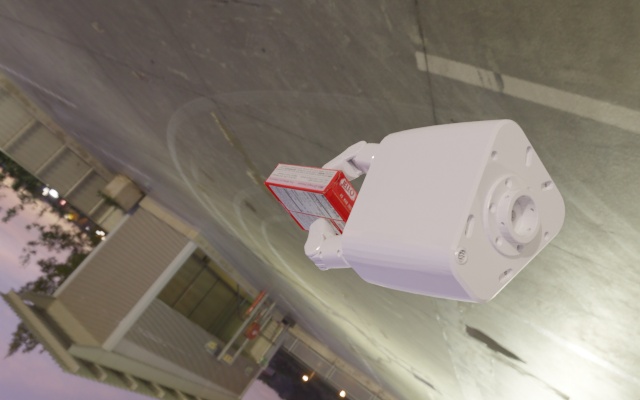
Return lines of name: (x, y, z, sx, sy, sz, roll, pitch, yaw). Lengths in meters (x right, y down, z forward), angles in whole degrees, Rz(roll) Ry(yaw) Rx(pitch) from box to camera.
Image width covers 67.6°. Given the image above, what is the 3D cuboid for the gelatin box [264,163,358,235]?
gelatin box: (0.000, 0.002, 0.448, 0.089, 0.030, 0.073, 9, -34, 46)
